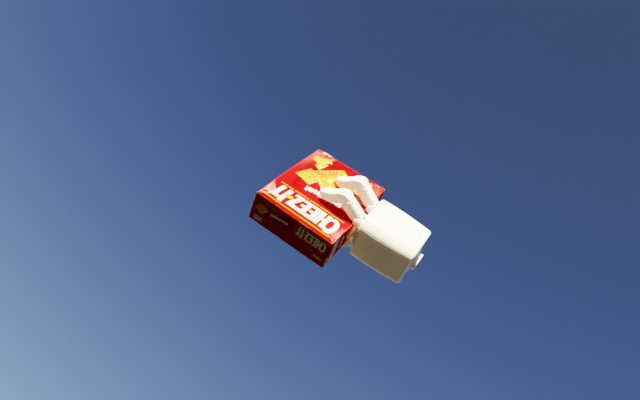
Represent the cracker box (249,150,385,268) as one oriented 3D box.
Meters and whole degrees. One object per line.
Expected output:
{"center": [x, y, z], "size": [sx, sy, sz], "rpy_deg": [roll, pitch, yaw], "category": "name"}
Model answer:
{"center": [0.000, 0.003, 0.888], "size": [0.164, 0.072, 0.213], "rpy_deg": [33, 39, 14], "category": "cracker box"}
